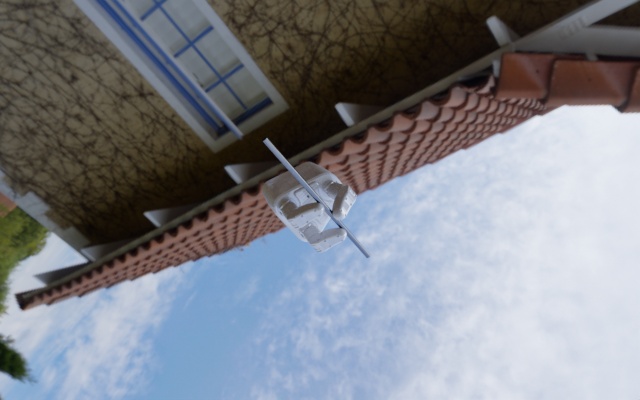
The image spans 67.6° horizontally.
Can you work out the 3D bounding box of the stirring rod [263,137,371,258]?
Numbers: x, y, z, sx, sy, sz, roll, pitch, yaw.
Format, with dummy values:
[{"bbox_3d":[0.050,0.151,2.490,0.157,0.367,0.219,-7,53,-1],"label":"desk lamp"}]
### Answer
[{"bbox_3d":[0.000,0.002,0.669,0.240,0.011,0.011,49,-26,-25],"label":"stirring rod"}]
